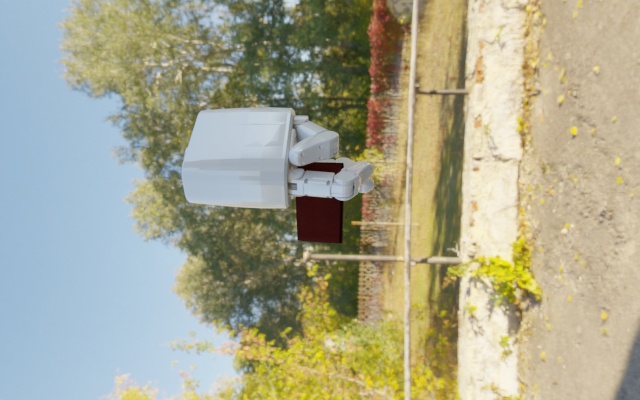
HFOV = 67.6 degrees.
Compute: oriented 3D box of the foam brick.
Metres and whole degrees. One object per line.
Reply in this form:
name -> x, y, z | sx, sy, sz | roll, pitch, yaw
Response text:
foam brick -> 0.000, 0.002, 0.536 | 0.051, 0.078, 0.053 | 1, 33, 2
